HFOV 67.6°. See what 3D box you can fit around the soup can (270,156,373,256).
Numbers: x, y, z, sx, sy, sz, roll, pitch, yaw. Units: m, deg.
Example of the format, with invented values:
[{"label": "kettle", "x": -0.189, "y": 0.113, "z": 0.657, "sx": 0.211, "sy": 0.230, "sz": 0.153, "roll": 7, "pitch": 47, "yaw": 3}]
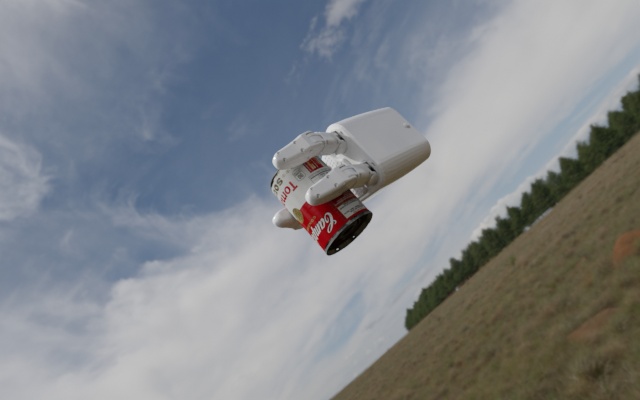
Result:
[{"label": "soup can", "x": -0.001, "y": 0.002, "z": 0.536, "sx": 0.102, "sy": 0.068, "sz": 0.068, "roll": 48, "pitch": 19, "yaw": 19}]
